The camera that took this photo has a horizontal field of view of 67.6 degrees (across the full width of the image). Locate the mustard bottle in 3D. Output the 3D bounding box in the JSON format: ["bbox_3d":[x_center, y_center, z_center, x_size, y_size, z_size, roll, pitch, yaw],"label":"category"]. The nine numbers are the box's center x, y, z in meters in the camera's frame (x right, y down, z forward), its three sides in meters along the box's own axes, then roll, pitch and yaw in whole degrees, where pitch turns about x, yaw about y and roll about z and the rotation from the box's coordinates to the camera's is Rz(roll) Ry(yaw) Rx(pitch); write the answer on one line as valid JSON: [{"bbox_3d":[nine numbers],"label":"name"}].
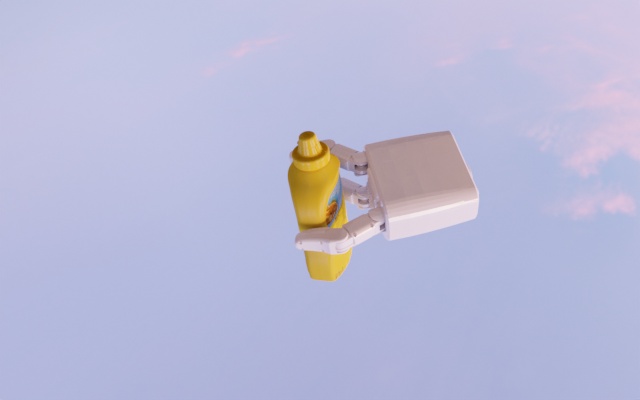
[{"bbox_3d":[0.000,0.002,0.562,0.058,0.192,0.096,4,44,16],"label":"mustard bottle"}]
